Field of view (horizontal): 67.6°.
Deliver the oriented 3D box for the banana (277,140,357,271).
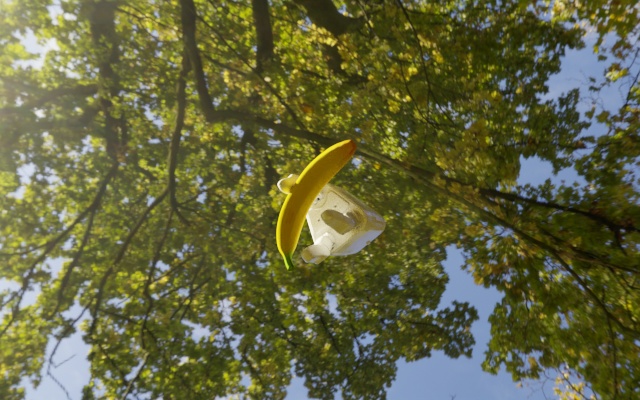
[{"bbox_3d":[-0.015,-0.002,0.672,0.069,0.198,0.037,29,7,33],"label":"banana"}]
